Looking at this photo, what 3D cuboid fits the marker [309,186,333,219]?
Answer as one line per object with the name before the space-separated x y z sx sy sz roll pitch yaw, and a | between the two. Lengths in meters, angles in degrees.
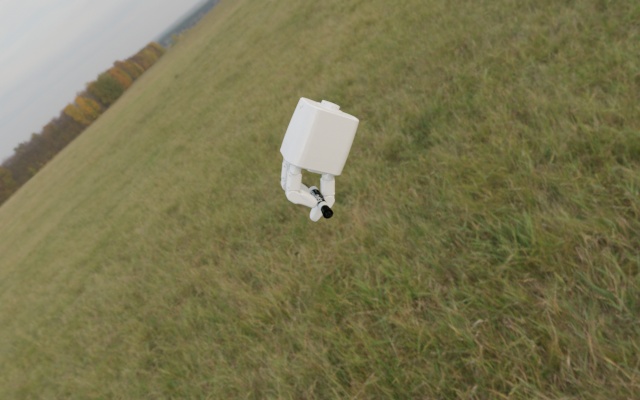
marker | 0.000 0.003 0.861 0.020 0.020 0.121 0 21 -15
